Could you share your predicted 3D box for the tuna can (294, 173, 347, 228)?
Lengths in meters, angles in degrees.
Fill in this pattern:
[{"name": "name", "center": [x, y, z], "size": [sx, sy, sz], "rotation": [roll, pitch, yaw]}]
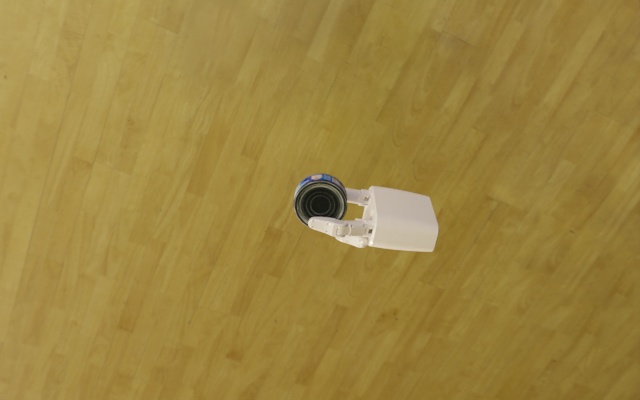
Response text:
[{"name": "tuna can", "center": [0.000, 0.003, 0.755], "size": [0.086, 0.086, 0.033], "rotation": [0, 22, 1]}]
